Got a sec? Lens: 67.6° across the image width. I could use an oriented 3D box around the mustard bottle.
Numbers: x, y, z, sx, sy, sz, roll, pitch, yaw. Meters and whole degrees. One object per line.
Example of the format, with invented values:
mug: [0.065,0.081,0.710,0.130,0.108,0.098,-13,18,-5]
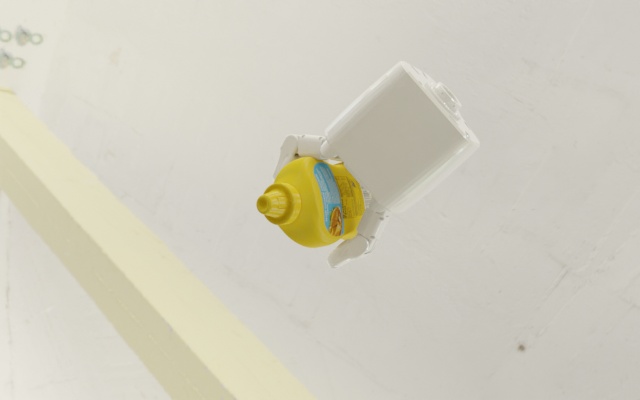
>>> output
mustard bottle: [0.000,0.002,0.517,0.058,0.096,0.191,-15,-7,32]
